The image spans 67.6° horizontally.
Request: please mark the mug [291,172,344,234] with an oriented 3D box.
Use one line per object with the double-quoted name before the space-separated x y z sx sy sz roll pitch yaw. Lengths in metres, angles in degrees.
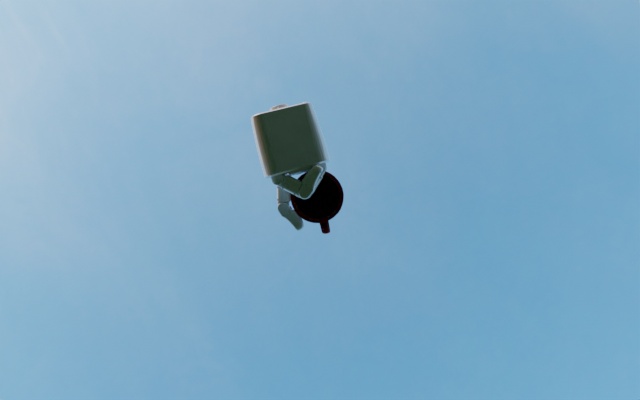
"mug" 0.001 0.004 0.870 0.093 0.117 0.081 -15 2 5
